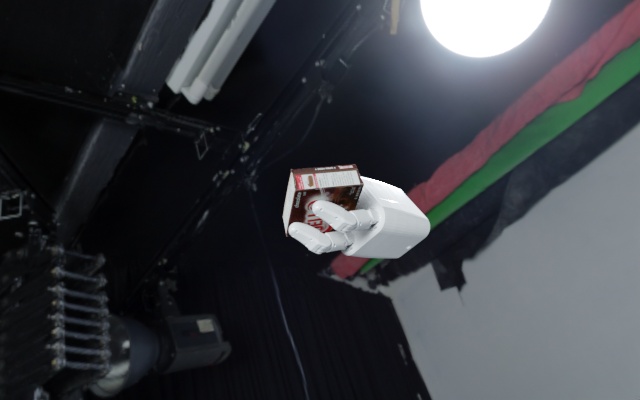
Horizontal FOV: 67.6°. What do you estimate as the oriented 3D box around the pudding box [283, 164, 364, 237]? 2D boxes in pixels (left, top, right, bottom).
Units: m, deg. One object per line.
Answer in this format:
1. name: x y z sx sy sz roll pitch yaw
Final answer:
1. pudding box: 0.000 0.002 0.634 0.090 0.039 0.114 -7 -35 -15
